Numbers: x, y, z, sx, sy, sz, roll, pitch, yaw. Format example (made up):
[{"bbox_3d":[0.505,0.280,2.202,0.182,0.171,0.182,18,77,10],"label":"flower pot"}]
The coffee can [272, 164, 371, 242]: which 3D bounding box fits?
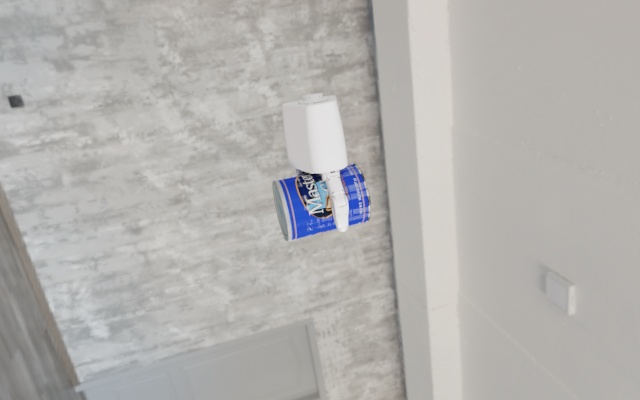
[{"bbox_3d":[0.000,0.003,0.794,0.140,0.103,0.103,-13,3,-12],"label":"coffee can"}]
